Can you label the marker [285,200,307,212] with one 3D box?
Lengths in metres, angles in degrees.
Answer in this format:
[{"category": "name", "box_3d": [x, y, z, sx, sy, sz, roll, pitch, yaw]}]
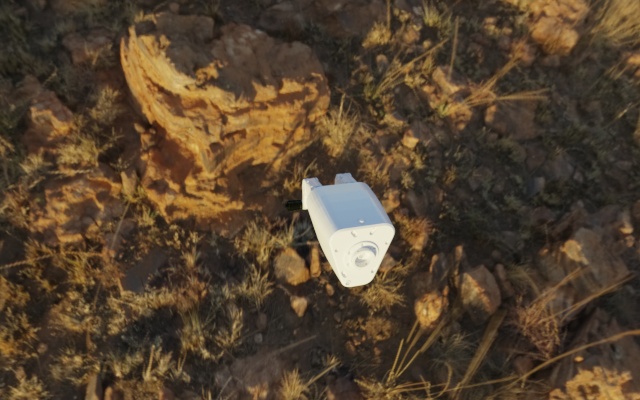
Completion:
[{"category": "marker", "box_3d": [0.000, 0.003, 0.796, 0.121, 0.020, 0.020, -8, 2, -14]}]
